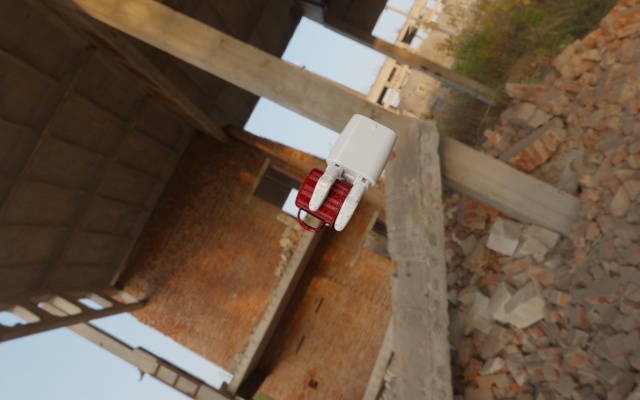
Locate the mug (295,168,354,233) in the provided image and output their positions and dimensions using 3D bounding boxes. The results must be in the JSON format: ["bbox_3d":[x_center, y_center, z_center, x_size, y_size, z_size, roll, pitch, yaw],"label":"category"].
[{"bbox_3d":[-0.001,0.004,0.870,0.081,0.117,0.093,28,-16,7],"label":"mug"}]
